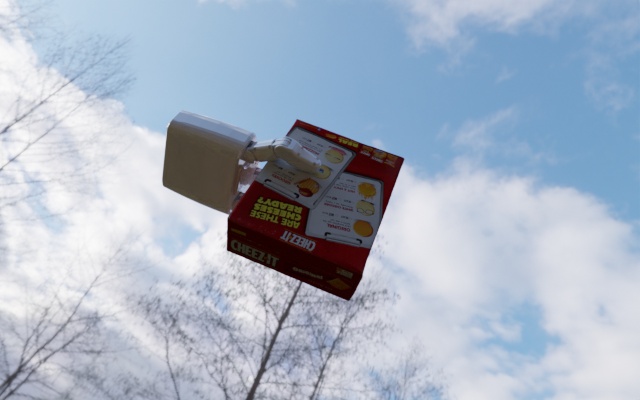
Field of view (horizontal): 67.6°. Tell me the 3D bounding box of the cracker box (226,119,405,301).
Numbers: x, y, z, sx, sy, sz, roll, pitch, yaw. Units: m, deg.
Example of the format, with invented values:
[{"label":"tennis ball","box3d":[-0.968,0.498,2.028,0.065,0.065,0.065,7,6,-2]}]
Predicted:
[{"label":"cracker box","box3d":[0.000,0.002,0.614,0.164,0.072,0.213,21,47,6]}]
